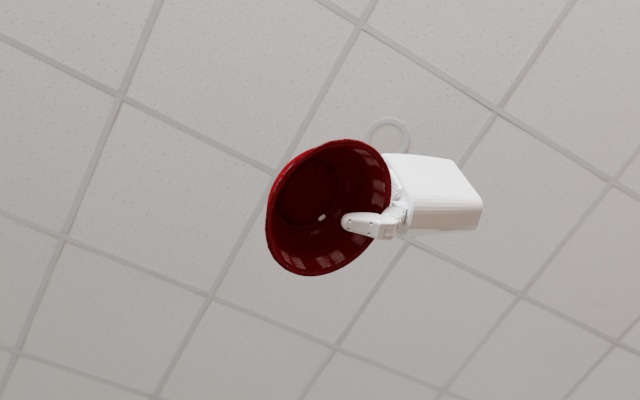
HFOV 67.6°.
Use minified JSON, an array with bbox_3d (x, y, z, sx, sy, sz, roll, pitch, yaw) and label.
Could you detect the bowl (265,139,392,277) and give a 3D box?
[{"bbox_3d":[-0.001,0.001,0.531,0.162,0.162,0.055,0,23,-35],"label":"bowl"}]
